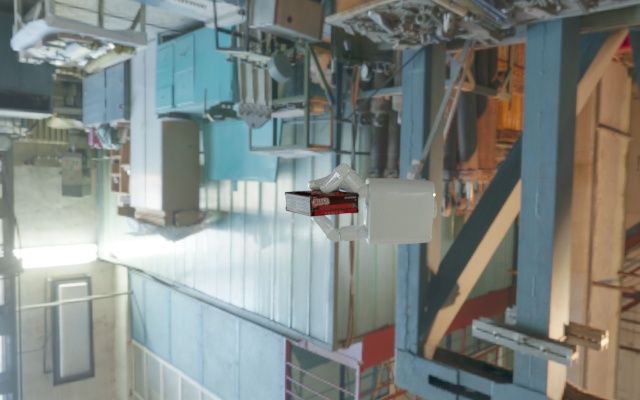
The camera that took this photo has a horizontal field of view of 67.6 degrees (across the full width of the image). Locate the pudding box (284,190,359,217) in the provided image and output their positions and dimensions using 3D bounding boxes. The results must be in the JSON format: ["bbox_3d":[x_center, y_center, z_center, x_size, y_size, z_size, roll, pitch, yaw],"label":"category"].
[{"bbox_3d":[0.000,0.003,0.814,0.090,0.039,0.113,-2,3,-26],"label":"pudding box"}]
